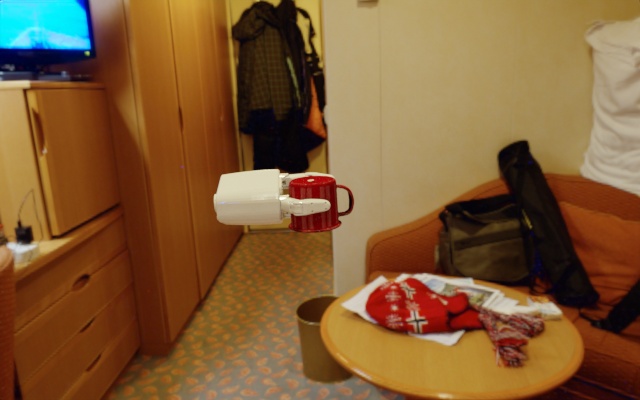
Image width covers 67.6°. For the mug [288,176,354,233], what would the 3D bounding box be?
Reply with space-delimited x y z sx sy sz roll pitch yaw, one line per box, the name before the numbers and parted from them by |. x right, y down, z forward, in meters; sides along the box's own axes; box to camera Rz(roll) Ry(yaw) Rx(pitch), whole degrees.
mug | 0.002 0.002 0.821 0.117 0.081 0.093 -5 13 -5
